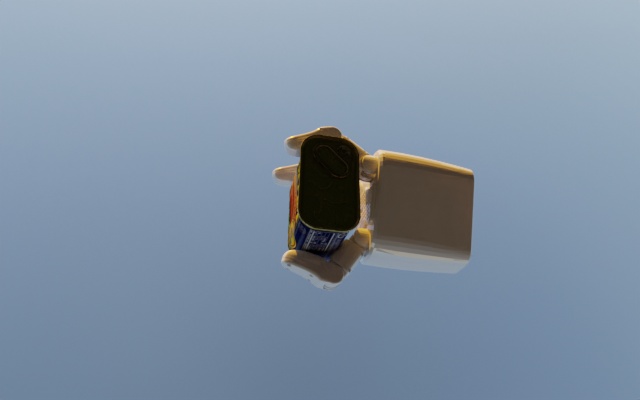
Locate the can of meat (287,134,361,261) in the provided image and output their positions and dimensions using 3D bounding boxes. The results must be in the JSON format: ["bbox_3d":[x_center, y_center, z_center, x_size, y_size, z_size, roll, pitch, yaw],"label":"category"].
[{"bbox_3d":[0.000,0.002,0.470,0.057,0.102,0.084,7,-30,-10],"label":"can of meat"}]
